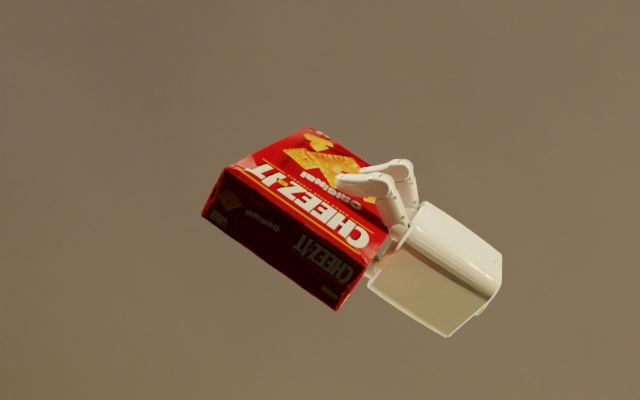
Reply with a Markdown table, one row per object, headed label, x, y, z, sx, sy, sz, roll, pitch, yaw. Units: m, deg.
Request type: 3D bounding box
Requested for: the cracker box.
| label | x | y | z | sx | sy | sz | roll | pitch | yaw |
| --- | --- | --- | --- | --- | --- | --- | --- | --- | --- |
| cracker box | 0.000 | 0.002 | 0.533 | 0.164 | 0.072 | 0.213 | 34 | 27 | 7 |
